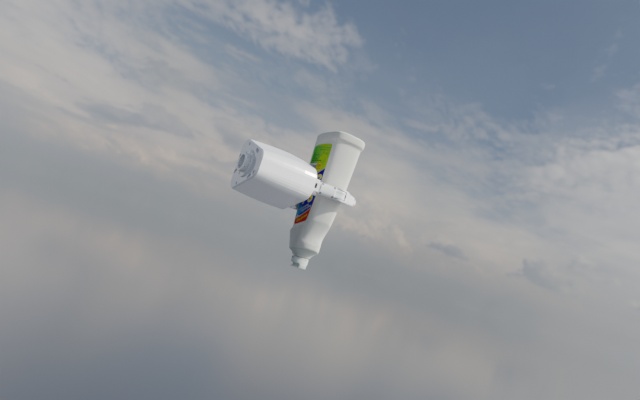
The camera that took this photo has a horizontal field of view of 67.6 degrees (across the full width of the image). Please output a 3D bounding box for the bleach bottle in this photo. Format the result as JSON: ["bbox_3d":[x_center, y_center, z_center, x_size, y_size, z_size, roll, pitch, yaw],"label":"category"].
[{"bbox_3d":[0.000,0.003,0.872,0.068,0.251,0.102,21,-7,-28],"label":"bleach bottle"}]
